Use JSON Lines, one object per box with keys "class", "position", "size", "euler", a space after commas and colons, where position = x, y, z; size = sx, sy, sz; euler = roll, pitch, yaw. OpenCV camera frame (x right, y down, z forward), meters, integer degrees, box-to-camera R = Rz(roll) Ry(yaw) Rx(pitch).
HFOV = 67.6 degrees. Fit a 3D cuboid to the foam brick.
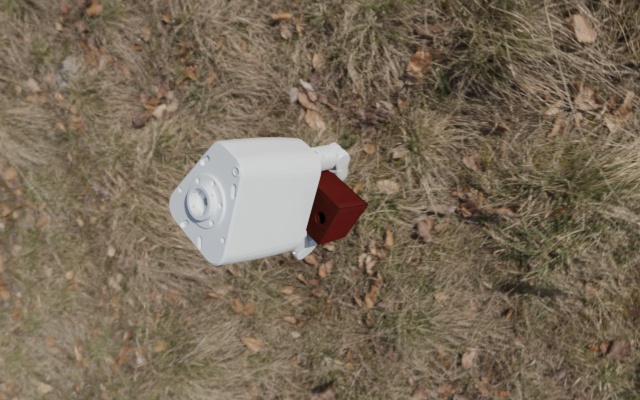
{"class": "foam brick", "position": [0.000, 0.002, 0.523], "size": [0.078, 0.053, 0.051], "euler": [44, 30, 25]}
